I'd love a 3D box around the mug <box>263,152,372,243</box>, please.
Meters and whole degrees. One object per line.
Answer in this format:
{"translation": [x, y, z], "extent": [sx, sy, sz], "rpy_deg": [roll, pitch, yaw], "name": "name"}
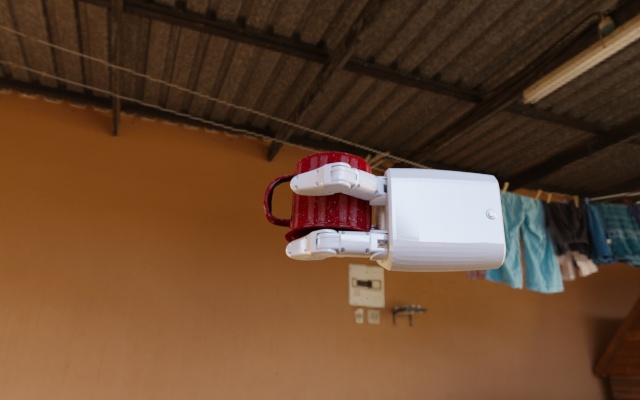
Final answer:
{"translation": [-0.001, 0.001, 0.494], "extent": [0.117, 0.081, 0.093], "rpy_deg": [2, -21, -1], "name": "mug"}
